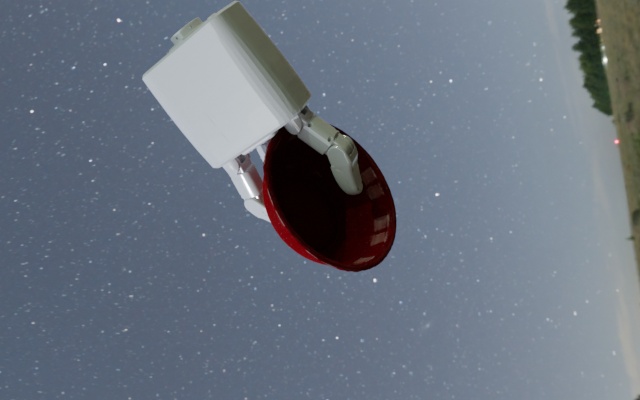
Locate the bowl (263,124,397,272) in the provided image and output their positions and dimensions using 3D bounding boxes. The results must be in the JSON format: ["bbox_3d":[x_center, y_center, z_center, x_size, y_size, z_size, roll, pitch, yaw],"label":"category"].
[{"bbox_3d":[0.001,0.003,0.477,0.162,0.162,0.055,0,-25,-41],"label":"bowl"}]
